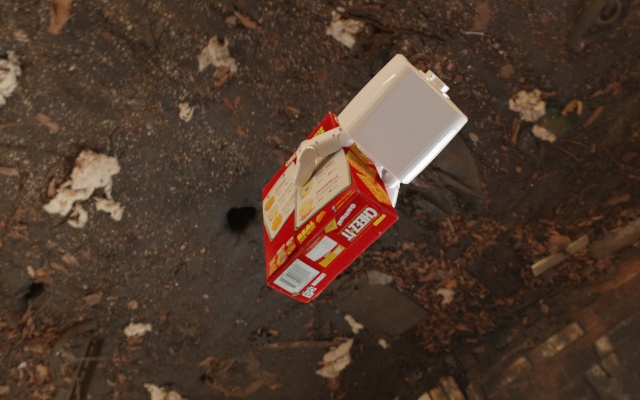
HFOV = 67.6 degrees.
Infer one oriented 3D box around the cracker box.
[{"bbox_3d":[0.000,0.002,0.627,0.072,0.164,0.213,33,23,-26],"label":"cracker box"}]
